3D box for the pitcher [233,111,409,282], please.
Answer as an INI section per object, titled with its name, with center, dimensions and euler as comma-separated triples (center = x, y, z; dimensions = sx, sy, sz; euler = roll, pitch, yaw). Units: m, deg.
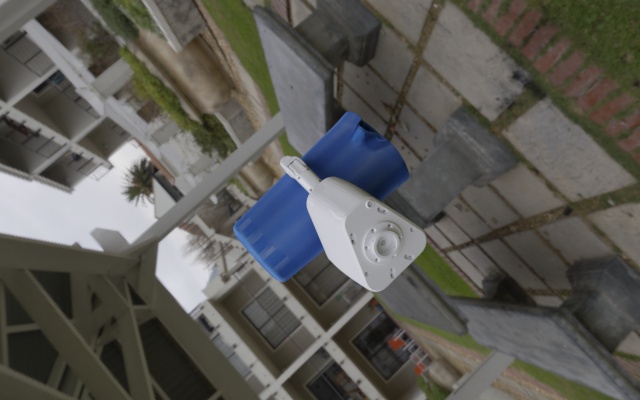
[pitcher]
center = 0.000, 0.002, 0.693
dimensions = 0.243, 0.149, 0.145
euler = -42, 25, -7
